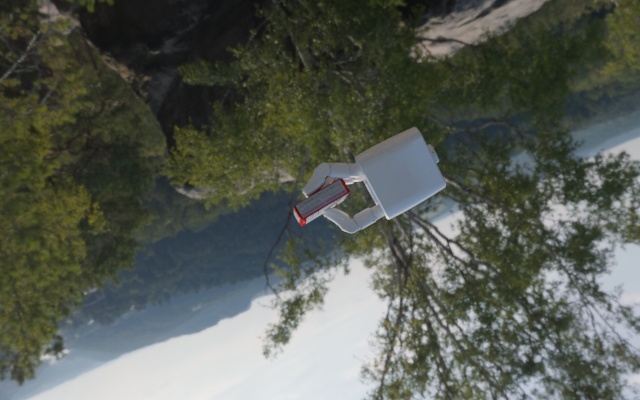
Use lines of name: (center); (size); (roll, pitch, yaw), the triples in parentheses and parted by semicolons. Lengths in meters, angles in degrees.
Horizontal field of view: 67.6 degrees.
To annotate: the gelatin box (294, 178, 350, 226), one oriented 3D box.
gelatin box: (0.000, 0.003, 0.764); (0.089, 0.030, 0.073); (-32, -6, -8)
